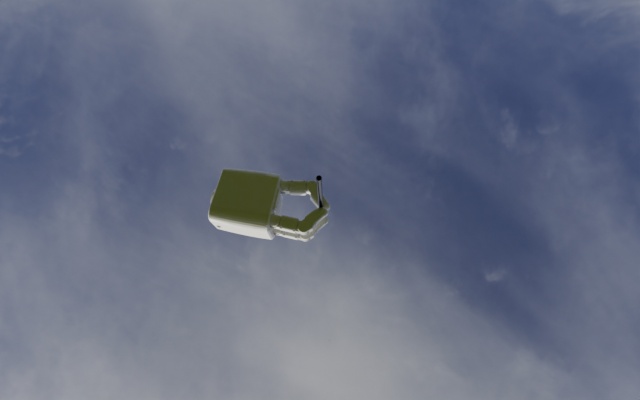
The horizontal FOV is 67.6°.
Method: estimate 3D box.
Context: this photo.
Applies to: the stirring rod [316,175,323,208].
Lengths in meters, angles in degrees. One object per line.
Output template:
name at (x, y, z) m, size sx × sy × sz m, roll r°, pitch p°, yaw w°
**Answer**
stirring rod at (0.000, 0.002, 0.780) m, size 0.011 × 0.011 × 0.240 m, roll 0°, pitch -16°, yaw 1°
